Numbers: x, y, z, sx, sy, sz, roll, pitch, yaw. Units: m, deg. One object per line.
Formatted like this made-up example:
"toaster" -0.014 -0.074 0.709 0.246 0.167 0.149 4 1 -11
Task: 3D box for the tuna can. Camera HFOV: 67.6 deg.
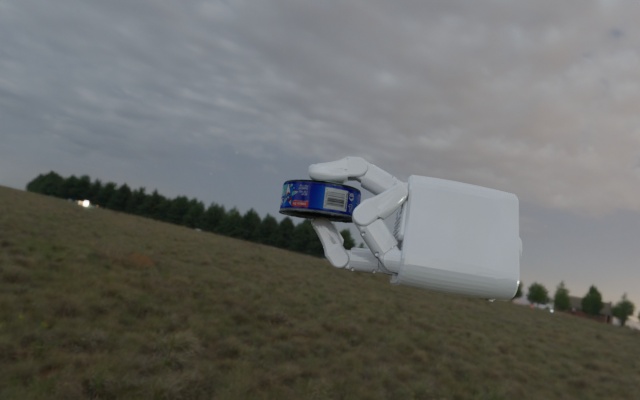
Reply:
"tuna can" 0.000 0.001 0.511 0.086 0.033 0.086 7 -7 1
